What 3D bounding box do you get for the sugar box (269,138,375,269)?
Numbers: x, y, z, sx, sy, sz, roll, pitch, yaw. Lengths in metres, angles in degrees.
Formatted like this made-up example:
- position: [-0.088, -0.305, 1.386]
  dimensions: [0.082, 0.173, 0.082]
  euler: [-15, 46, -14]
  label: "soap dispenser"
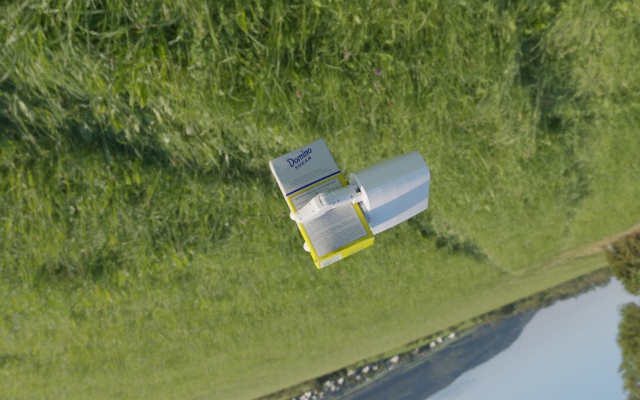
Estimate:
- position: [0.000, 0.003, 0.716]
  dimensions: [0.093, 0.176, 0.048]
  euler: [-24, -21, -6]
  label: "sugar box"
